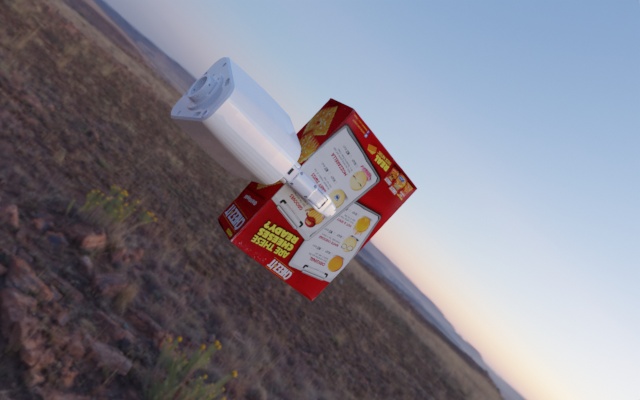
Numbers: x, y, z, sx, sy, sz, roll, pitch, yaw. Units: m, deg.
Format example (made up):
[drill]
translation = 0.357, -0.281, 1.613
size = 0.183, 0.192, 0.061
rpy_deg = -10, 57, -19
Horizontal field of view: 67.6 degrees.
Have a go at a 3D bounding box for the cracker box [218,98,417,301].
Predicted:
[cracker box]
translation = 0.000, 0.002, 0.625
size = 0.164, 0.213, 0.072
rpy_deg = 44, -1, -36
